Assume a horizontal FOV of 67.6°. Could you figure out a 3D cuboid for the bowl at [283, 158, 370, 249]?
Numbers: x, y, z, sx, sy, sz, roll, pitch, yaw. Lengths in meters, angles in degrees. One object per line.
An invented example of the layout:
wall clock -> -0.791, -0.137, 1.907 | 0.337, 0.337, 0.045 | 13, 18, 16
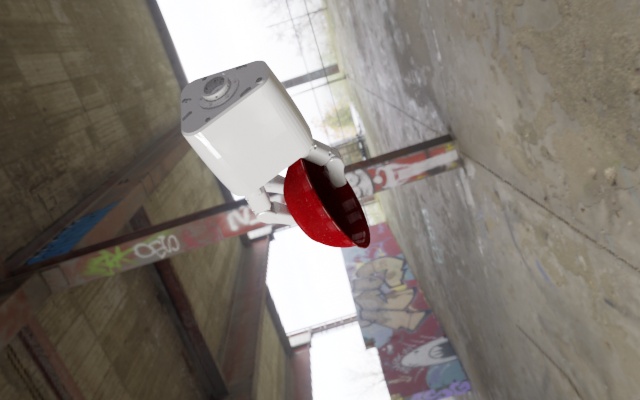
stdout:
bowl -> 0.001, 0.003, 0.623 | 0.055, 0.162, 0.162 | -31, -11, 18
